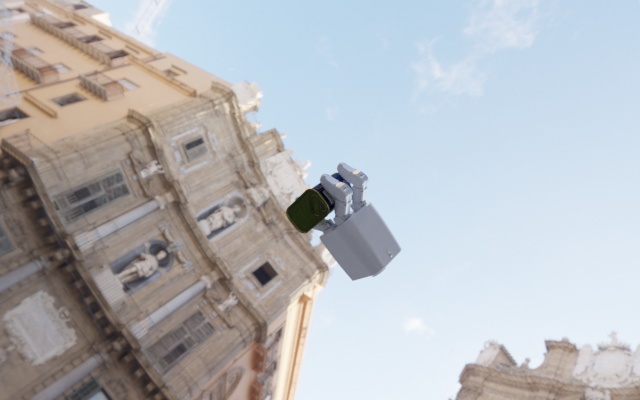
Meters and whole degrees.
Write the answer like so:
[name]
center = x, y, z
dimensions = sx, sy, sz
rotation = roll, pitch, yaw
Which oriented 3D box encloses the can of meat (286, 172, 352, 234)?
[can of meat]
center = 0.000, 0.003, 0.853
dimensions = 0.084, 0.057, 0.102
rotation = -35, -5, -44
